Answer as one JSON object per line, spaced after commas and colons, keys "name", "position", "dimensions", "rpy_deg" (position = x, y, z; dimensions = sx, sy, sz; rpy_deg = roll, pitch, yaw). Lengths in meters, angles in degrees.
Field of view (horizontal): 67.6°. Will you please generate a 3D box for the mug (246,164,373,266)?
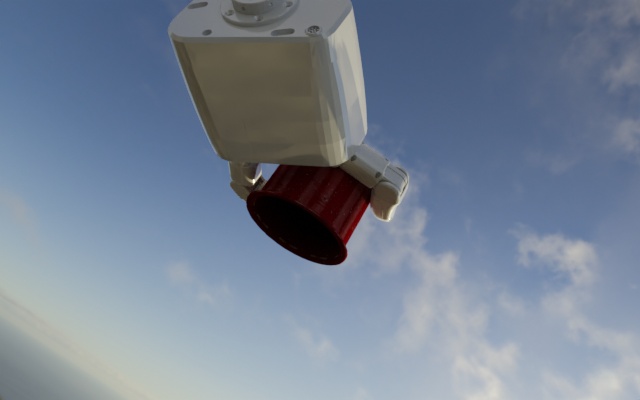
{"name": "mug", "position": [0.000, 0.002, 0.410], "dimensions": [0.093, 0.081, 0.117], "rpy_deg": [21, -30, 21]}
